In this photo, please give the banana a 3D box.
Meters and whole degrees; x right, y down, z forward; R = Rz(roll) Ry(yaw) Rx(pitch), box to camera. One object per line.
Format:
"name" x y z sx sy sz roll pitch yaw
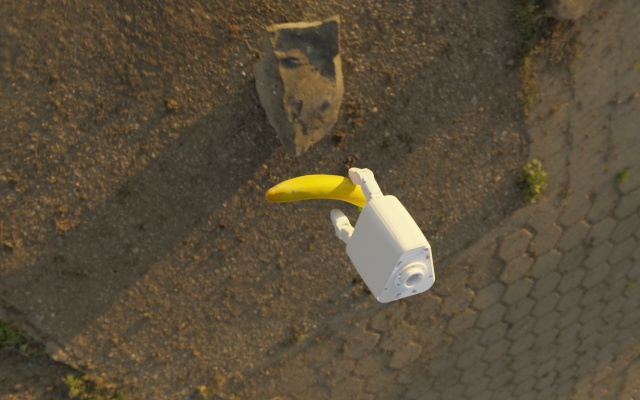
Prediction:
"banana" 0.011 -0.011 0.762 0.198 0.070 0.037 10 35 -33
